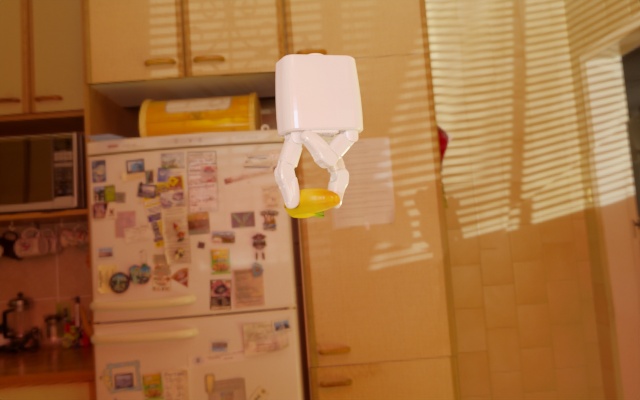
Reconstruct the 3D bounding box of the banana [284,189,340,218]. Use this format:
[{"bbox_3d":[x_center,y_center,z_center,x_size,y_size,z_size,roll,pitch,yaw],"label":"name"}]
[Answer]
[{"bbox_3d":[-0.019,0.004,0.699,0.069,0.037,0.198,-4,-5,-6],"label":"banana"}]
